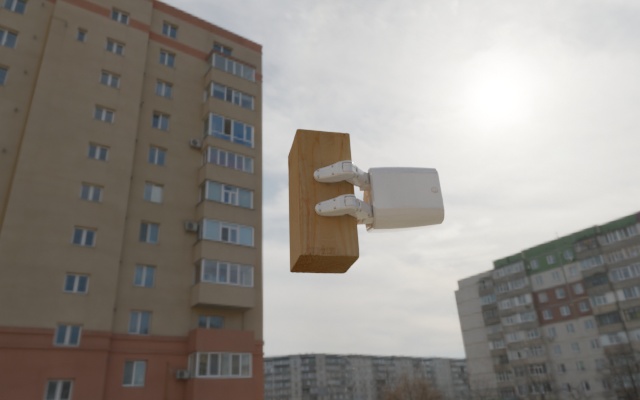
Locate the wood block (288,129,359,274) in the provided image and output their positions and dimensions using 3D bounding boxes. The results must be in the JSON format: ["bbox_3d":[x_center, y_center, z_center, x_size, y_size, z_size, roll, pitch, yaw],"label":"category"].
[{"bbox_3d":[0.000,0.002,0.747,0.090,0.206,0.091,3,-26,-12],"label":"wood block"}]
